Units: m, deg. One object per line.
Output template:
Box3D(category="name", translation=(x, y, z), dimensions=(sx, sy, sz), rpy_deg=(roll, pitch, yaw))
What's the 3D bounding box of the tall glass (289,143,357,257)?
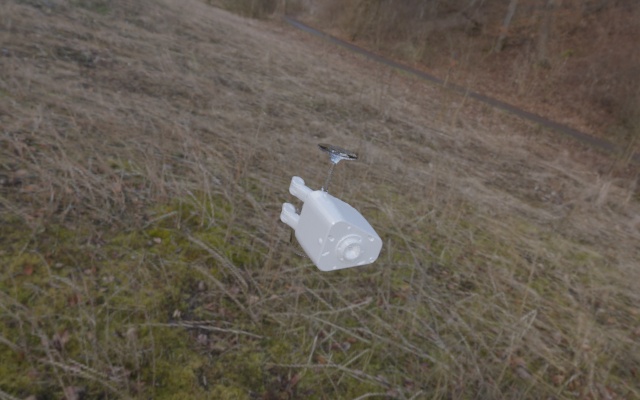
Box3D(category="tall glass", translation=(0.000, 0.002, 0.871), dimensions=(0.079, 0.201, 0.079), rpy_deg=(17, 18, -6))
